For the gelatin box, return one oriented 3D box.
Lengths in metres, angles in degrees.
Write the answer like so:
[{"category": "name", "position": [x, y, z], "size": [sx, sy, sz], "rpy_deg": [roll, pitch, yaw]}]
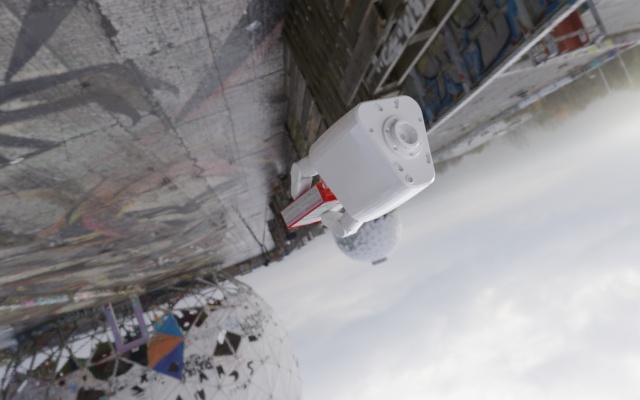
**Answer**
[{"category": "gelatin box", "position": [0.000, 0.003, 0.643], "size": [0.073, 0.030, 0.089], "rpy_deg": [-12, -18, -45]}]
